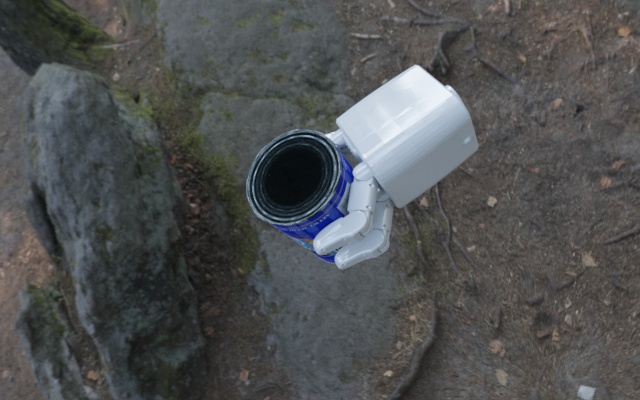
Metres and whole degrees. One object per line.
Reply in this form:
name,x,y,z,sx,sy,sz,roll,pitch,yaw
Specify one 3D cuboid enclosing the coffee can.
coffee can,0.000,0.002,0.518,0.103,0.102,0.140,0,-22,26
